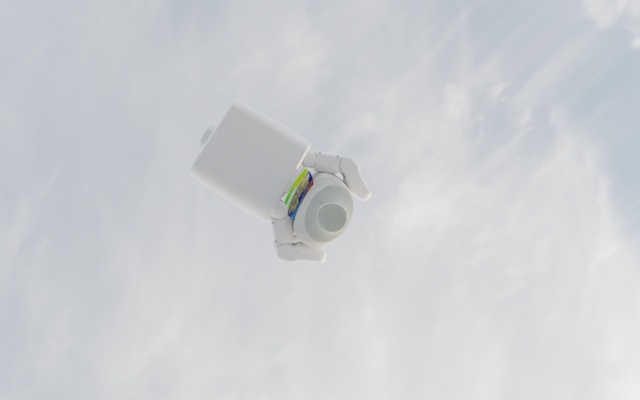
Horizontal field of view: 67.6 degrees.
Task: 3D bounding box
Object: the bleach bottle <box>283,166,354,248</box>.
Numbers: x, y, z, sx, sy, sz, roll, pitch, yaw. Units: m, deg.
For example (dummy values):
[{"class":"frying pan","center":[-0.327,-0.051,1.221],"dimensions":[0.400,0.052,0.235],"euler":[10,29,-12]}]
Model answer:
[{"class":"bleach bottle","center":[0.000,0.002,0.603],"dimensions":[0.068,0.102,0.251],"euler":[31,-1,-9]}]
